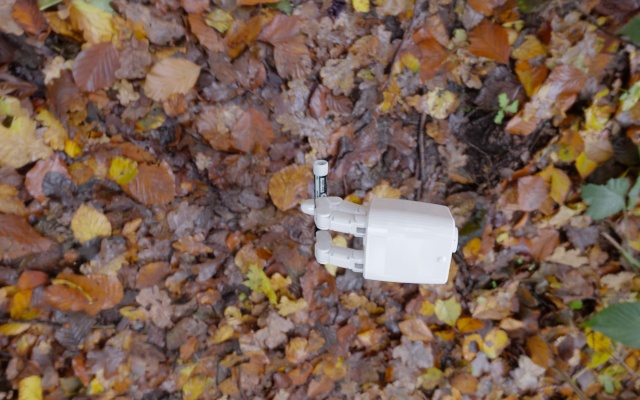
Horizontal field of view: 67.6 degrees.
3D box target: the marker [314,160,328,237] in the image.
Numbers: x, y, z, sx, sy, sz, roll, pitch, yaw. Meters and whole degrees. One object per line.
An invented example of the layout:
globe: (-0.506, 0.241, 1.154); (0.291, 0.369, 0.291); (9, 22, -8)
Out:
marker: (0.000, 0.002, 0.663); (0.020, 0.121, 0.020); (0, 30, 0)
